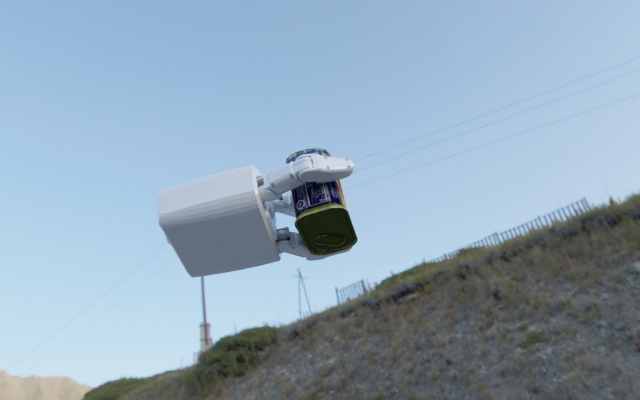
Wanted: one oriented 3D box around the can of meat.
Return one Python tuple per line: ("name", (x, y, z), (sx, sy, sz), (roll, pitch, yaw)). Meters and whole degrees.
("can of meat", (0.000, 0.001, 0.538), (0.057, 0.084, 0.102), (-16, -32, 5))
